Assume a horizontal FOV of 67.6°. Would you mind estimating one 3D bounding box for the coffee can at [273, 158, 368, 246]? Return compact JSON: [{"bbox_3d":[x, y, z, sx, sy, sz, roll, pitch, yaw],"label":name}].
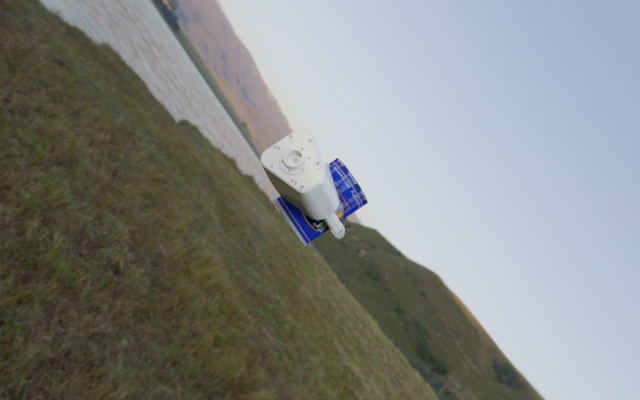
[{"bbox_3d":[0.000,0.003,0.873,0.140,0.103,0.103,-34,2,-3],"label":"coffee can"}]
